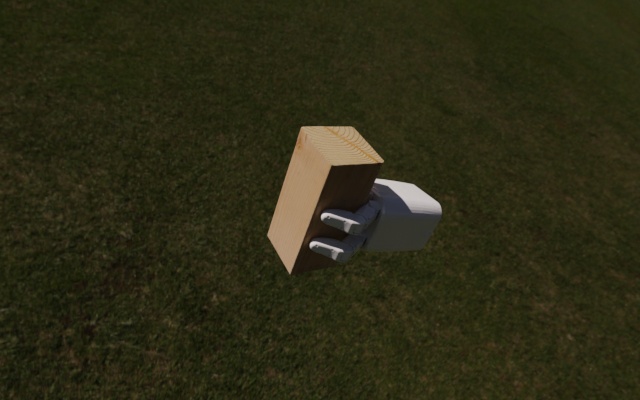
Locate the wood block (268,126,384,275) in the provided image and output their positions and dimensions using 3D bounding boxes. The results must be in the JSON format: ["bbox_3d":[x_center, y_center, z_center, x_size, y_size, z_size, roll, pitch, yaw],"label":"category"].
[{"bbox_3d":[0.000,0.002,0.703,0.090,0.206,0.090,-6,44,-32],"label":"wood block"}]
